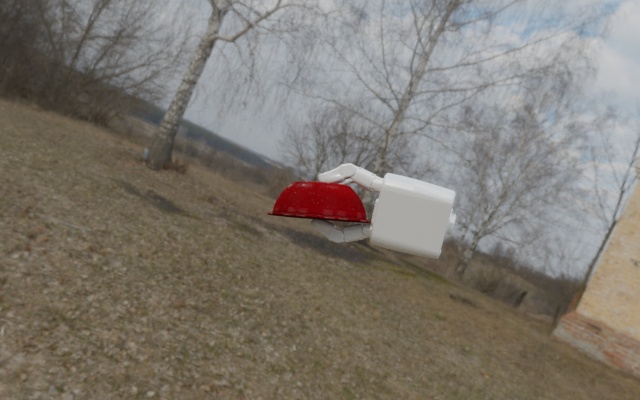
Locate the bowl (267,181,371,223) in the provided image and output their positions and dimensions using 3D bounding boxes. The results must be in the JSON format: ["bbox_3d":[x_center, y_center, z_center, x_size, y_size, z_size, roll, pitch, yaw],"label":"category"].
[{"bbox_3d":[-0.001,0.002,0.744,0.162,0.055,0.162,4,-3,0],"label":"bowl"}]
